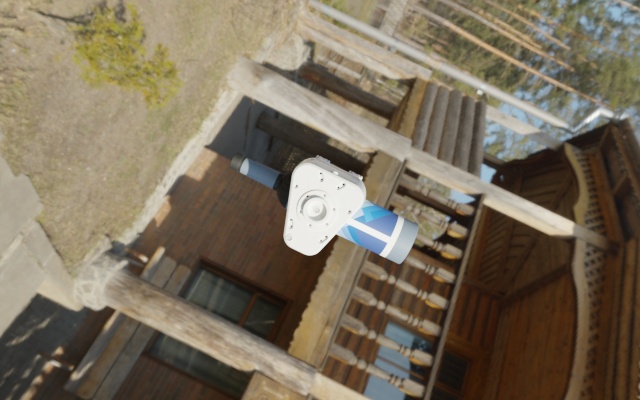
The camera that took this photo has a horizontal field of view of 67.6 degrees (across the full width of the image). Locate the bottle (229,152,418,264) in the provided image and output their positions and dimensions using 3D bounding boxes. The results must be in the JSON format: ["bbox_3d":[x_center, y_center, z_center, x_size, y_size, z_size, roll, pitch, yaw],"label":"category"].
[{"bbox_3d":[0.000,0.002,0.724,0.296,0.069,0.069,26,0,1],"label":"bottle"}]
